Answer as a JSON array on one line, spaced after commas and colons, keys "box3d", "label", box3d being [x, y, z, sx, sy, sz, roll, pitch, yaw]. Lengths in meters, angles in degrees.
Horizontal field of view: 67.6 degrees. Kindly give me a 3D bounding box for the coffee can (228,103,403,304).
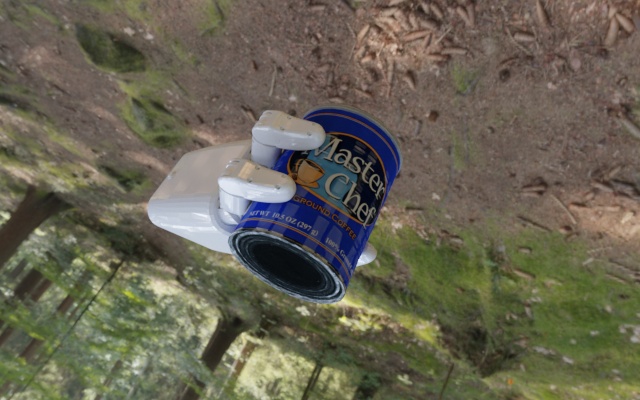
[{"box3d": [0.000, 0.001, 0.411, 0.103, 0.140, 0.103, 20, -31, 13], "label": "coffee can"}]
